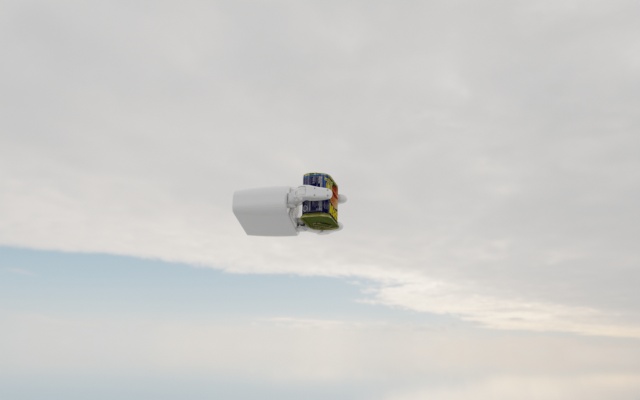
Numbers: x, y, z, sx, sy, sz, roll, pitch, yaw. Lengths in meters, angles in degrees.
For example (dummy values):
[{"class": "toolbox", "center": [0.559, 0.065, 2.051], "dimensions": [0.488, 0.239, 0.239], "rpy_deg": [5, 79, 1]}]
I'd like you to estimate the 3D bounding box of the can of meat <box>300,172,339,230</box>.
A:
[{"class": "can of meat", "center": [0.000, 0.003, 0.886], "dimensions": [0.057, 0.084, 0.102], "rpy_deg": [-3, -18, 14]}]
